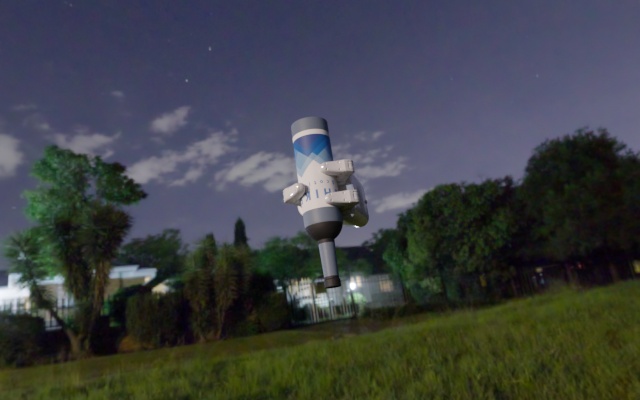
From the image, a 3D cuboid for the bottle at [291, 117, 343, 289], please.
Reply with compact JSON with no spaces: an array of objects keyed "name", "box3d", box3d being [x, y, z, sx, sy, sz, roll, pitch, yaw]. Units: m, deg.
[{"name":"bottle","box3d":[0.000,0.002,0.824,0.069,0.295,0.069,-8,-16,-2]}]
